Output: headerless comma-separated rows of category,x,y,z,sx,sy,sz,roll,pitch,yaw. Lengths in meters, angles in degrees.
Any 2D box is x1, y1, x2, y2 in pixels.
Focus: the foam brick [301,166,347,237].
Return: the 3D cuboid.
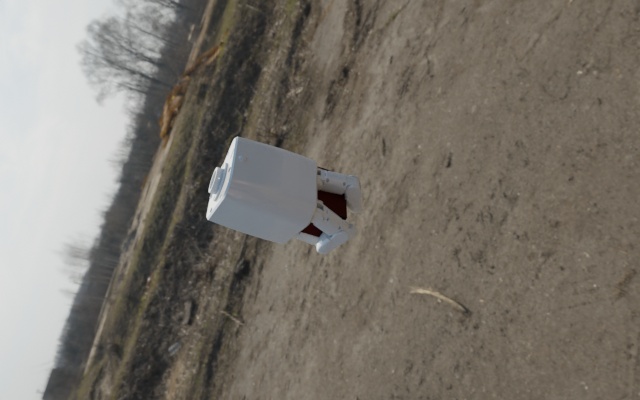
foam brick,0.000,0.002,0.632,0.051,0.078,0.053,17,-45,-19
